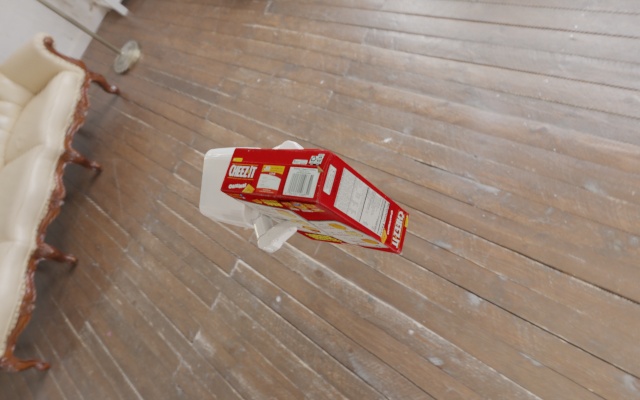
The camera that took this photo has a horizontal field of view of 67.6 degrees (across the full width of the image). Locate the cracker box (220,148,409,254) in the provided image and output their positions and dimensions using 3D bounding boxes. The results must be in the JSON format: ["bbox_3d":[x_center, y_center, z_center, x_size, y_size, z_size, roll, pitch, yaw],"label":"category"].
[{"bbox_3d":[0.000,0.002,0.648,0.164,0.072,0.214,6,-17,38],"label":"cracker box"}]
